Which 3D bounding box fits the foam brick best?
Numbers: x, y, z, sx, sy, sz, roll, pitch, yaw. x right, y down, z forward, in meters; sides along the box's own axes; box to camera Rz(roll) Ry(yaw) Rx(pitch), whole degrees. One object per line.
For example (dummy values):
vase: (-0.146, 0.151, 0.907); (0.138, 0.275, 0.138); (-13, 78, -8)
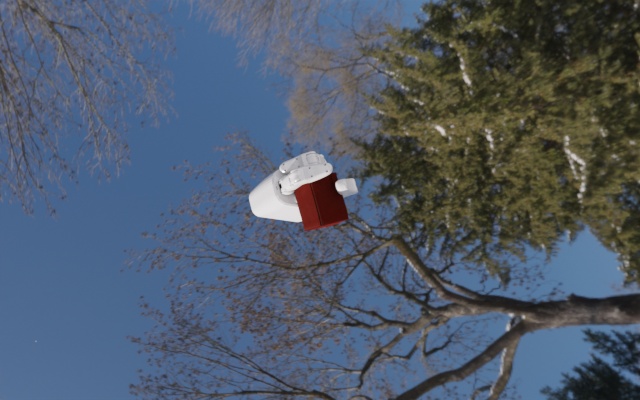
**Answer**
foam brick: (0.000, 0.003, 0.727); (0.053, 0.078, 0.051); (-10, -10, -34)
